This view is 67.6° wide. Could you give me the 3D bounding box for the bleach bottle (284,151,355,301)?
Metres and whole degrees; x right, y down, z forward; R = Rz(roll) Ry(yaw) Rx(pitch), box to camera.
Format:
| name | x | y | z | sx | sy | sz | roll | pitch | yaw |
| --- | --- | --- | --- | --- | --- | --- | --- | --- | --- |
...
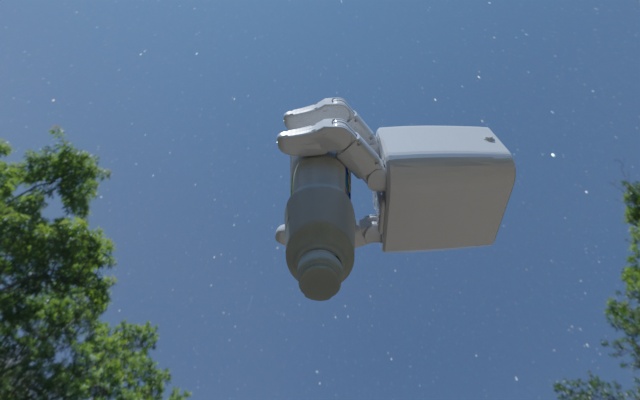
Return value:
| name | x | y | z | sx | sy | sz | roll | pitch | yaw |
| --- | --- | --- | --- | --- | --- | --- | --- | --- | --- |
| bleach bottle | 0.000 | 0.001 | 0.426 | 0.068 | 0.103 | 0.250 | -2 | 29 | 1 |
